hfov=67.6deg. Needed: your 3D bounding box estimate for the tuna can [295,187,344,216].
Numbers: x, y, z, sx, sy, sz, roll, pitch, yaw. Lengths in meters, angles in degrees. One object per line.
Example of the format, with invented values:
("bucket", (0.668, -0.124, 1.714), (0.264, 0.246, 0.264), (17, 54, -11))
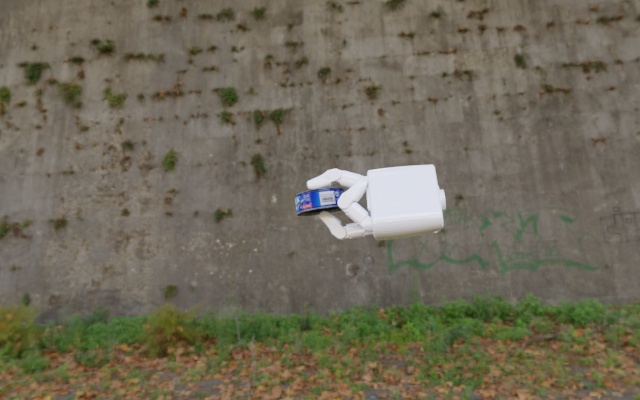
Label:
("tuna can", (0.000, 0.002, 0.805), (0.086, 0.033, 0.086), (-8, -8, -1))
